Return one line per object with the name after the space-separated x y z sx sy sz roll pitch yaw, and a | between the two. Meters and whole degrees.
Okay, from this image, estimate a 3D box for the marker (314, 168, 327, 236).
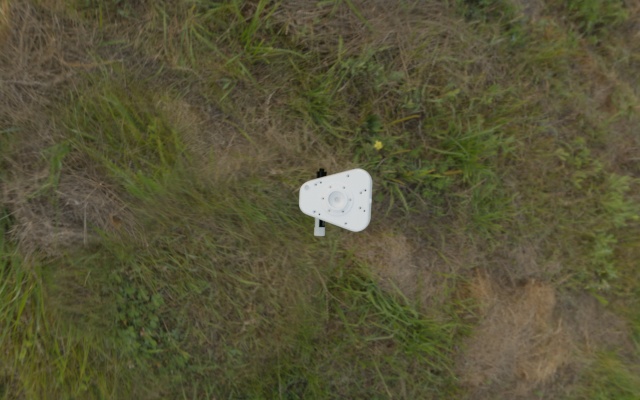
0.000 0.003 0.859 0.020 0.121 0.020 2 1 0 | marker
